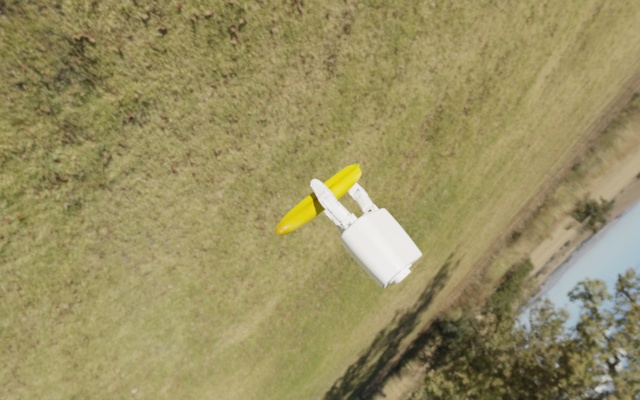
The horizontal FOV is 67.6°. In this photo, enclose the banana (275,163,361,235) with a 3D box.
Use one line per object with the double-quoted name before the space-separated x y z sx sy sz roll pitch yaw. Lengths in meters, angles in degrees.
"banana" 0.004 -0.003 0.829 0.198 0.037 0.070 -38 -6 -12
